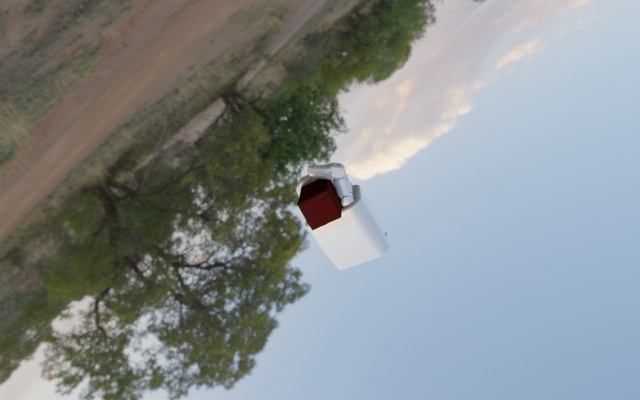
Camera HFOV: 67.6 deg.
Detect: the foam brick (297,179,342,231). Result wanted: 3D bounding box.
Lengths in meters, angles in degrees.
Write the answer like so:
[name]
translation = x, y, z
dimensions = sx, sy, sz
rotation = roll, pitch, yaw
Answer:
[foam brick]
translation = 0.000, 0.003, 0.751
dimensions = 0.053, 0.051, 0.078
rotation = -24, 18, 11
